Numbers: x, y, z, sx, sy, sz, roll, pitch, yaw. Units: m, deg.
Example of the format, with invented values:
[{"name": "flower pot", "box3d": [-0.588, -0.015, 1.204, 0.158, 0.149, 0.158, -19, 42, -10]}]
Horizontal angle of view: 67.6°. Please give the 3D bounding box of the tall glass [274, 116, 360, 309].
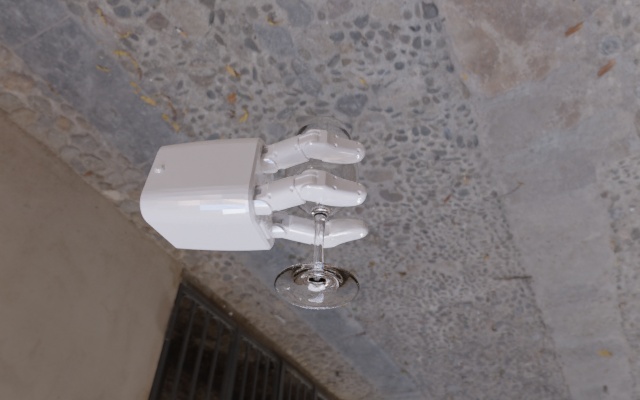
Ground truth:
[{"name": "tall glass", "box3d": [0.000, 0.002, 0.479, 0.079, 0.200, 0.079, 2, -42, 2]}]
